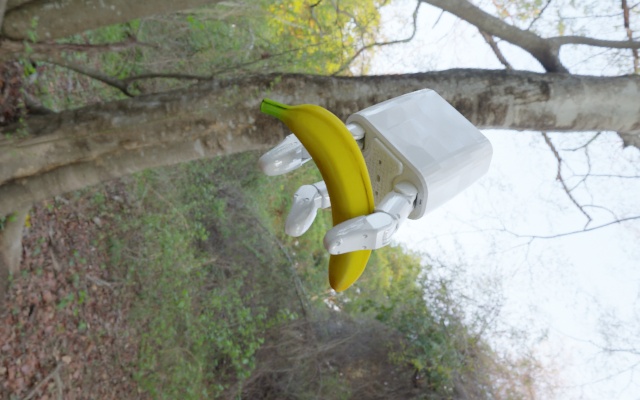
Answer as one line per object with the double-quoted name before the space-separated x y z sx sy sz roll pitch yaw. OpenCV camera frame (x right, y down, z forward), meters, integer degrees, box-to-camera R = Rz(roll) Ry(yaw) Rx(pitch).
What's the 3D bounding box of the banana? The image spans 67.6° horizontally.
"banana" 0.014 -0.002 0.414 0.069 0.198 0.037 -2 29 36
